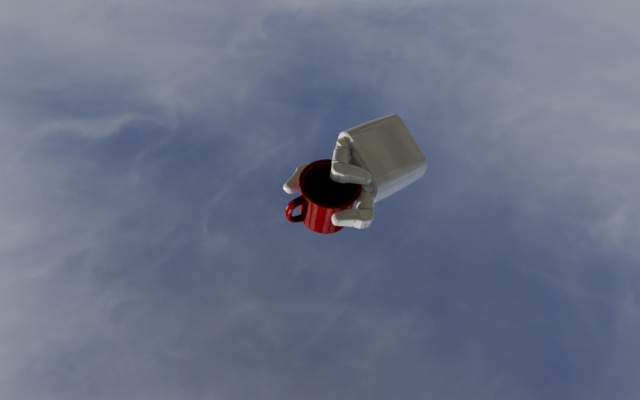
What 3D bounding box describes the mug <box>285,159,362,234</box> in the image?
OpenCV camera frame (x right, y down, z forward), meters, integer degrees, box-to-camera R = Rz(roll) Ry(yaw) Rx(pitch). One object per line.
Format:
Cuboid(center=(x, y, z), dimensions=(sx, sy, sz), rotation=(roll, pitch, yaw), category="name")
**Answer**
Cuboid(center=(-0.001, 0.003, 0.725), dimensions=(0.117, 0.093, 0.082), rotation=(-24, -29, -23), category="mug")
